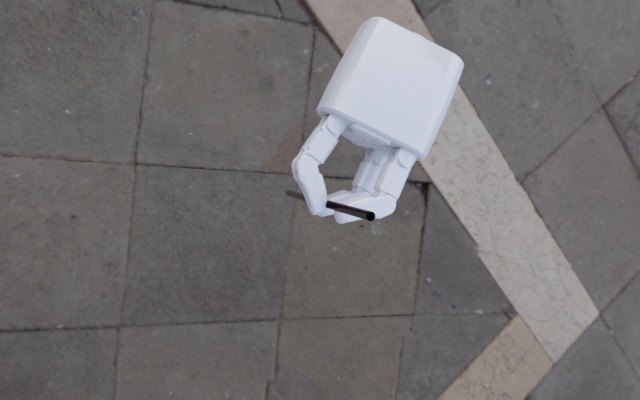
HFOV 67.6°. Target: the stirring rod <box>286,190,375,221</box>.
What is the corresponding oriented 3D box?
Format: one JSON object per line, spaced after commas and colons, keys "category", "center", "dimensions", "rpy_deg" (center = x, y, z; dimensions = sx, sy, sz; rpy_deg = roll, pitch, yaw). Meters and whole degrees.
{"category": "stirring rod", "center": [0.000, 0.002, 0.494], "dimensions": [0.011, 0.011, 0.239], "rpy_deg": [0, 5, -20]}
